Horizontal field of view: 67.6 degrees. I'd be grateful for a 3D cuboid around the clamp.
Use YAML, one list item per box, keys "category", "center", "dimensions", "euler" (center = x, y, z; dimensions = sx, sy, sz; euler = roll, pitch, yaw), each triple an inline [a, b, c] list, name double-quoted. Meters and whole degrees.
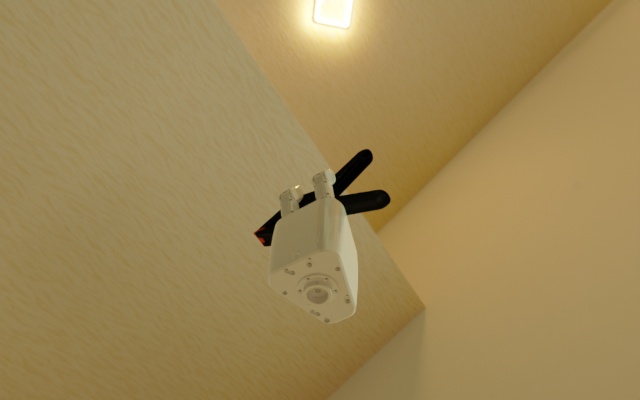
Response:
- category: "clamp"
  center: [0.000, 0.003, 0.689]
  dimensions: [0.210, 0.036, 0.164]
  euler: [-27, 24, 17]
